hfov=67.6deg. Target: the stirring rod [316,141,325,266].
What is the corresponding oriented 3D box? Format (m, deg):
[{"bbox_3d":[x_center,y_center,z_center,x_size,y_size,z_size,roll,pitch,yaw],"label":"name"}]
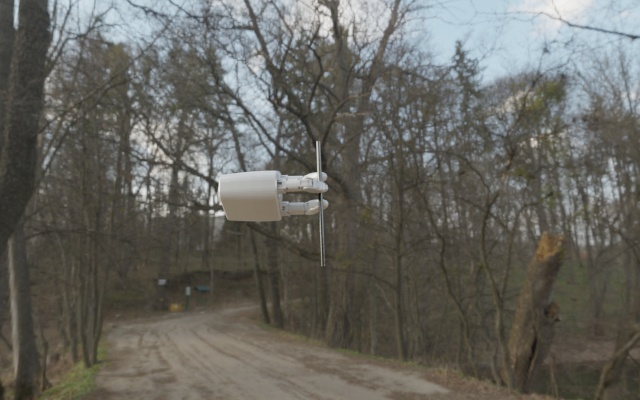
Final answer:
[{"bbox_3d":[0.000,0.003,0.898,0.011,0.239,0.011,-2,-14,-1],"label":"stirring rod"}]
